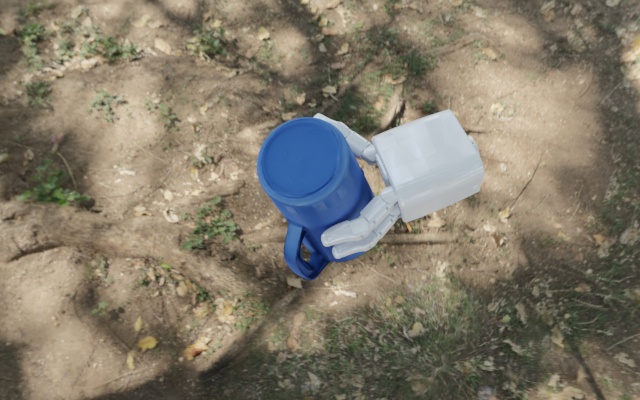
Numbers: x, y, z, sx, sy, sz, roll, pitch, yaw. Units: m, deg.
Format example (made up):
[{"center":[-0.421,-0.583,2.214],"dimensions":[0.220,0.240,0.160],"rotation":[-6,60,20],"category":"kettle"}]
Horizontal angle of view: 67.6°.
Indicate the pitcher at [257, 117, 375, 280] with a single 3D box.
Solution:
[{"center":[0.000,0.002,0.628],"dimensions":[0.145,0.149,0.243],"rotation":[-21,-22,5],"category":"pitcher"}]
